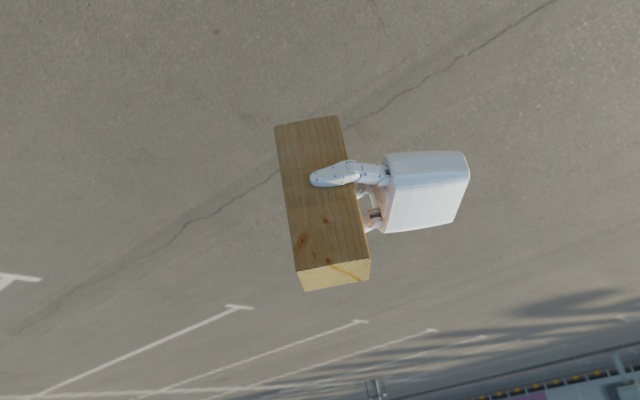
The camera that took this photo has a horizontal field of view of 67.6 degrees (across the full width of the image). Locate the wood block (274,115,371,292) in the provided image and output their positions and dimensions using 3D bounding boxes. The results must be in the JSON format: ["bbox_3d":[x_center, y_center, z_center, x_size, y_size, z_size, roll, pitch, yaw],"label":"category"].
[{"bbox_3d":[0.000,0.002,0.632,0.090,0.206,0.091,-11,-26,-1],"label":"wood block"}]
